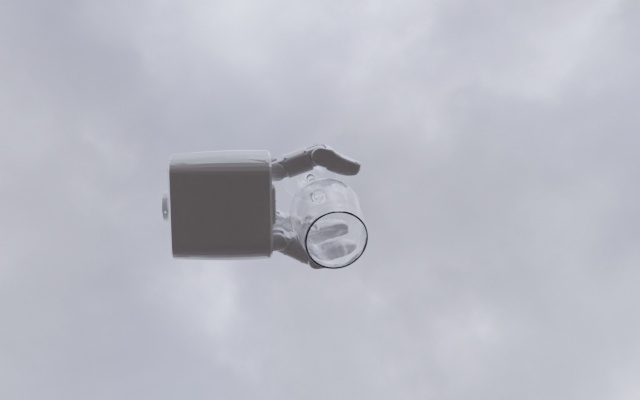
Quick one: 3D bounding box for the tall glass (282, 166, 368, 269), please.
[{"bbox_3d":[0.000,0.001,0.543,0.079,0.079,0.201,0,22,-10],"label":"tall glass"}]
